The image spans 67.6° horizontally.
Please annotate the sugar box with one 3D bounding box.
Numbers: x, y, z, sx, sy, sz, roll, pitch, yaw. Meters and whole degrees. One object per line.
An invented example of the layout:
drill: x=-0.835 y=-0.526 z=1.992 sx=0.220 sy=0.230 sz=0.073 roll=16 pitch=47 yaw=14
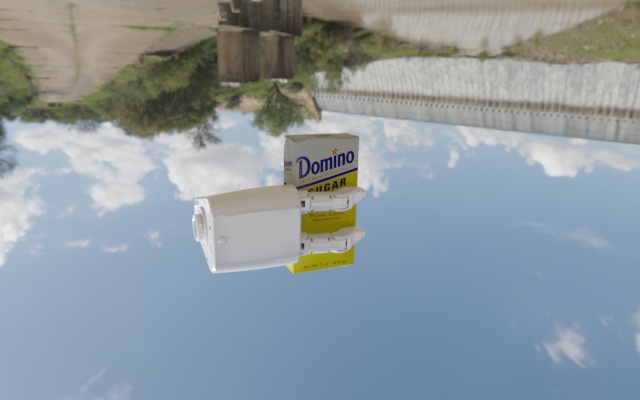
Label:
sugar box: x=0.000 y=0.002 z=0.627 sx=0.093 sy=0.176 sz=0.048 roll=-6 pitch=19 yaw=-24
